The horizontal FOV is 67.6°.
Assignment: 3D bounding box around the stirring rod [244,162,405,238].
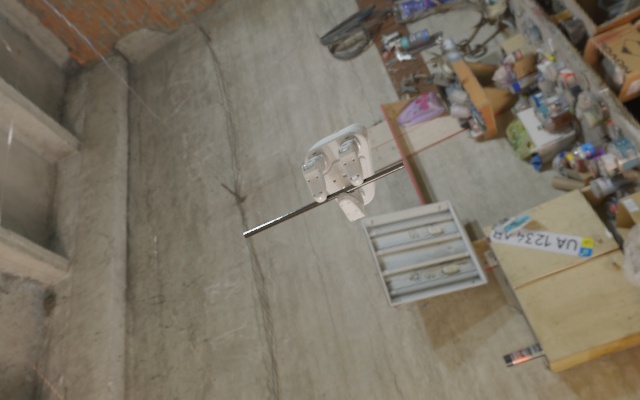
[{"bbox_3d":[0.000,0.002,0.641,0.239,0.011,0.011,-24,-7,15],"label":"stirring rod"}]
